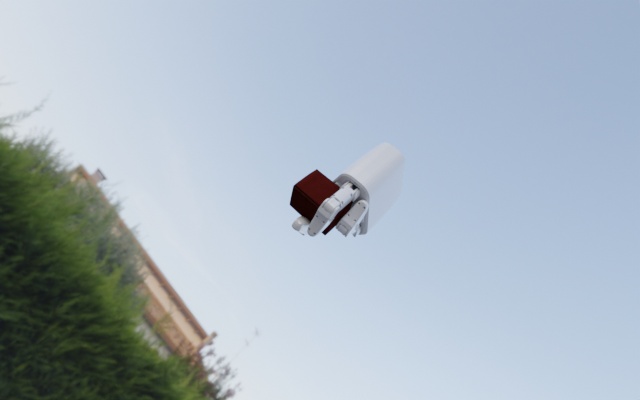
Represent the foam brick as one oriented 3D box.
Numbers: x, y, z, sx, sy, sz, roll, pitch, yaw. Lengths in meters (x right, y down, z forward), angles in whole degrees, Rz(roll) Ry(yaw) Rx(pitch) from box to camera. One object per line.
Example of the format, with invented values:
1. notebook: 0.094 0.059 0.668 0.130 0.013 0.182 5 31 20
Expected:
1. foam brick: 0.000 0.002 0.718 0.051 0.078 0.053 -41 -16 -32
